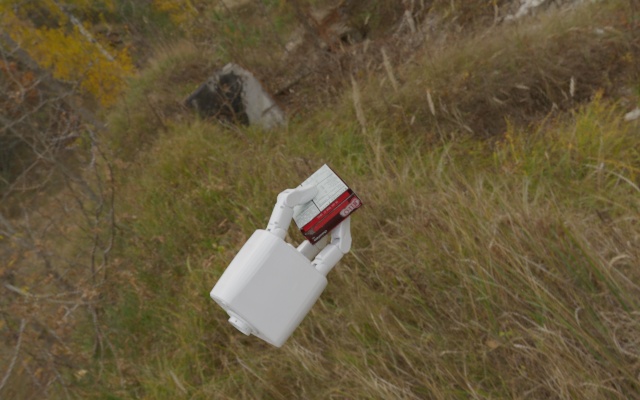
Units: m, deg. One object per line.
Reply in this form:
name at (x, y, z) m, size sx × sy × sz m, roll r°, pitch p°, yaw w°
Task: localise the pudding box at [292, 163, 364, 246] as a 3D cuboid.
pudding box at (0.000, 0.002, 0.677) m, size 0.090 × 0.039 × 0.113 m, roll -39°, pitch 29°, yaw 1°
